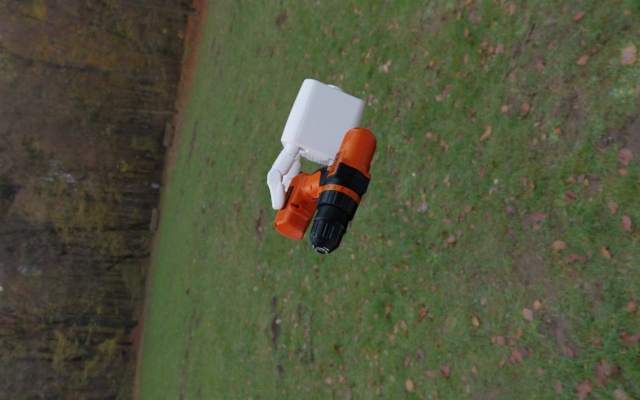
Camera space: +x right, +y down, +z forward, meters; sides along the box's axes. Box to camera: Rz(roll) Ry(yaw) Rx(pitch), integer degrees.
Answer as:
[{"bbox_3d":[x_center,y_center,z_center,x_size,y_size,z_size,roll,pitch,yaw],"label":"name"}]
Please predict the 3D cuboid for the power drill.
[{"bbox_3d":[0.000,0.002,0.678,0.057,0.184,0.188,32,-27,-18],"label":"power drill"}]
